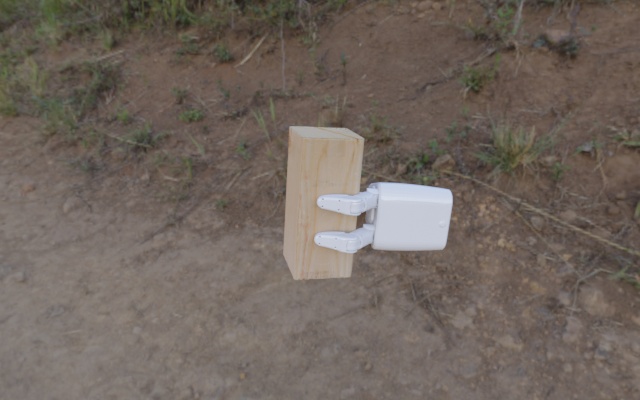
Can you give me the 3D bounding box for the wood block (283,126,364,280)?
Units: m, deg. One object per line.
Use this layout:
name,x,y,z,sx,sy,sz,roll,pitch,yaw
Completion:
wood block,0.000,0.002,0.700,0.090,0.206,0.090,0,18,-14
